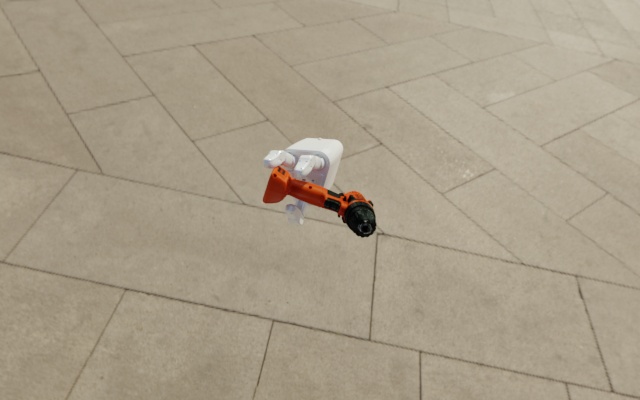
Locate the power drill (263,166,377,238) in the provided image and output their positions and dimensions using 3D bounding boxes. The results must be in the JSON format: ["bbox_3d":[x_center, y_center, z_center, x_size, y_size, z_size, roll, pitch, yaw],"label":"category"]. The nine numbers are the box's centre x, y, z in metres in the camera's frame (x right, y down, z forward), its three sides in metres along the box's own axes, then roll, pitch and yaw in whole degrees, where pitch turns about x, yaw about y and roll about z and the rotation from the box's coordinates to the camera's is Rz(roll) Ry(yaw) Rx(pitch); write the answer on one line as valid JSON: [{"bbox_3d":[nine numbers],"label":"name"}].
[{"bbox_3d":[0.000,0.002,0.803,0.187,0.057,0.184,19,9,-6],"label":"power drill"}]
